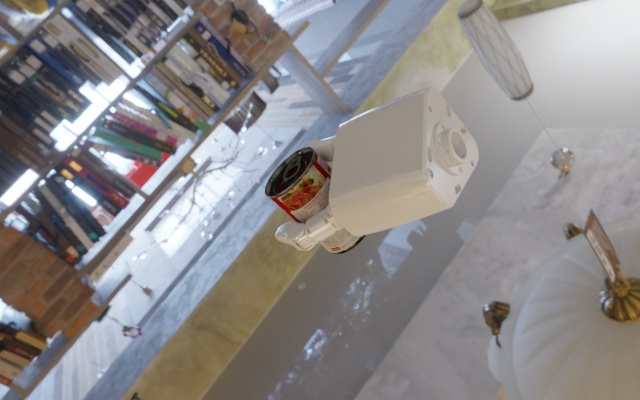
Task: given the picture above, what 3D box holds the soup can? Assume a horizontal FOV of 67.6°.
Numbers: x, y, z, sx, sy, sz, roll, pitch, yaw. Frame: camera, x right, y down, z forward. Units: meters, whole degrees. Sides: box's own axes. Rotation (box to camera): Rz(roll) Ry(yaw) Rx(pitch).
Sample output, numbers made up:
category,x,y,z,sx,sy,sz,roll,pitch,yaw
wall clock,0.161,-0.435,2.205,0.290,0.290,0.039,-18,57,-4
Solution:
category,x,y,z,sx,sy,sz,roll,pitch,yaw
soup can,0.000,0.002,0.510,0.102,0.068,0.068,44,-23,-26
